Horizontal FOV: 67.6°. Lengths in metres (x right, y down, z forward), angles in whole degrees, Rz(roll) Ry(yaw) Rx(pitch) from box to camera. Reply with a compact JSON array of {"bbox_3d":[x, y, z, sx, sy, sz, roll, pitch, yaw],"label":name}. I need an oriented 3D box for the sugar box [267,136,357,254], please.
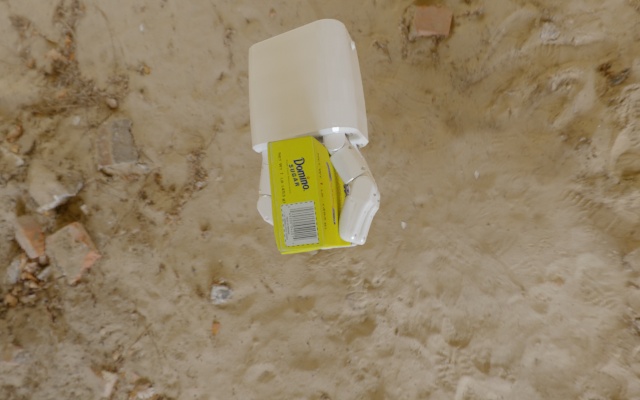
[{"bbox_3d":[0.001,0.001,0.463,0.048,0.093,0.176,-7,-5,15],"label":"sugar box"}]
